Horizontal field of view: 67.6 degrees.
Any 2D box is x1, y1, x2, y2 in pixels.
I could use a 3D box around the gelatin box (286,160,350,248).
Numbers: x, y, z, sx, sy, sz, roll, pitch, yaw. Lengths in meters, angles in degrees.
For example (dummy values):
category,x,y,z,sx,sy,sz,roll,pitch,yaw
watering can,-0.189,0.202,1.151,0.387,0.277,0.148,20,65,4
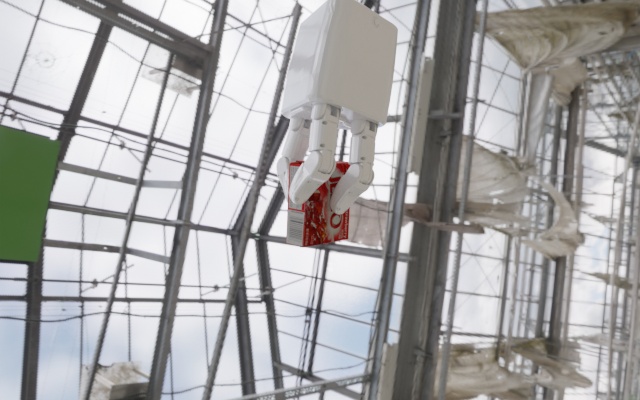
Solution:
category,x,y,z,sx,sy,sz,roll,pitch,yaw
gelatin box,0.000,0.002,0.516,0.030,0.089,0.073,10,11,42
